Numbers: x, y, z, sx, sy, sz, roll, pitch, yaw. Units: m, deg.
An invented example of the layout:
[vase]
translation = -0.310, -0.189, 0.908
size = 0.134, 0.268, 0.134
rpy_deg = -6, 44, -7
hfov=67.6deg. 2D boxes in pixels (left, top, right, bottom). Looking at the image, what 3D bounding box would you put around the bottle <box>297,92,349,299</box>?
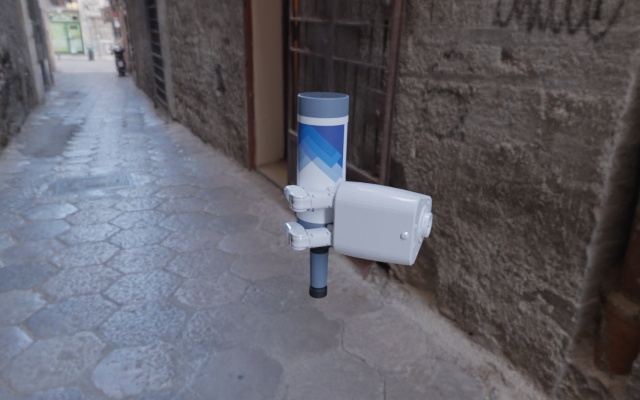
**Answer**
[bottle]
translation = 0.000, 0.002, 0.668
size = 0.069, 0.296, 0.069
rpy_deg = 1, 20, 0
